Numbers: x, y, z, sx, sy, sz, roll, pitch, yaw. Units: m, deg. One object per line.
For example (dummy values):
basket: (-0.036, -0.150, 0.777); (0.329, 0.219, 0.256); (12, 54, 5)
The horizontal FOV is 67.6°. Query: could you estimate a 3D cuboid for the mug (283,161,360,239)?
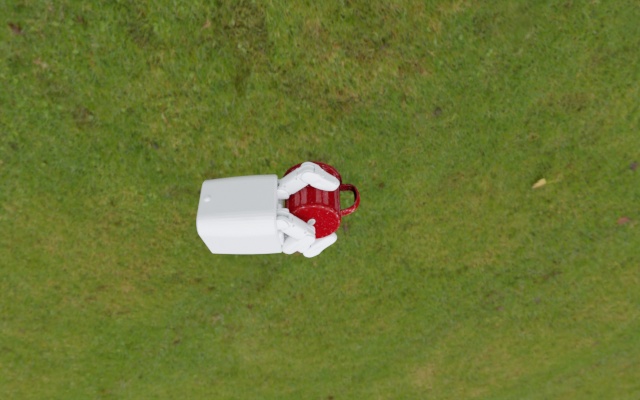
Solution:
mug: (0.002, 0.002, 0.706); (0.117, 0.081, 0.093); (-4, -41, 1)
